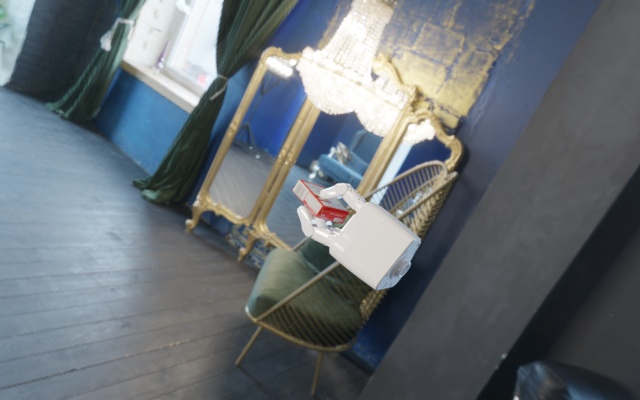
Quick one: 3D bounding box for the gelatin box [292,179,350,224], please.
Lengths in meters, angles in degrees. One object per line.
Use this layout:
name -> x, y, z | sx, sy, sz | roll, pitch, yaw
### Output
gelatin box -> 0.000, 0.002, 0.884 | 0.073, 0.030, 0.089 | 16, 25, -47
